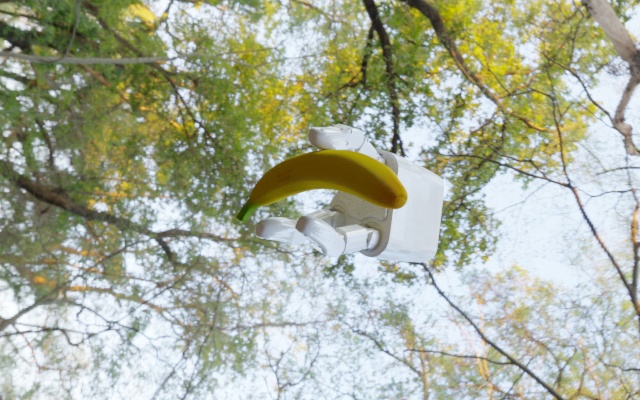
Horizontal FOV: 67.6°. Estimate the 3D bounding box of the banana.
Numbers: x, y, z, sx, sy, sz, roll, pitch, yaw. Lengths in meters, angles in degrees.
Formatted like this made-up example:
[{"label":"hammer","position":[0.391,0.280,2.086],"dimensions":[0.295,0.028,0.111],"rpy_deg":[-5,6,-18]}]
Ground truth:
[{"label":"banana","position":[0.000,-0.016,0.443],"dimensions":[0.198,0.069,0.037],"rpy_deg":[-8,-24,42]}]
